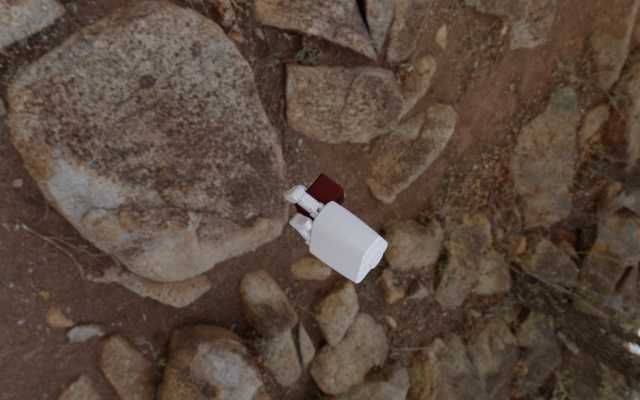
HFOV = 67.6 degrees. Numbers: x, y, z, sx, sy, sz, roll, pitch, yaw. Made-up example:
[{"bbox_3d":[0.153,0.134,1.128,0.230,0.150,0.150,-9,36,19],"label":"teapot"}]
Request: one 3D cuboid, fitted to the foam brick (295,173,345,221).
[{"bbox_3d":[0.000,0.002,0.851,0.051,0.078,0.053,34,-18,21],"label":"foam brick"}]
